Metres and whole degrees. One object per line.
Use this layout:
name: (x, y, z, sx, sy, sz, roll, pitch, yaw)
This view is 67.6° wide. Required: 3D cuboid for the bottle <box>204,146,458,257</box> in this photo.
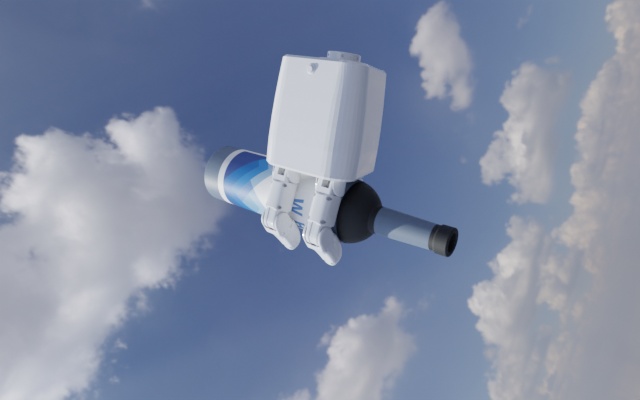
bottle: (0.000, 0.002, 0.505, 0.295, 0.069, 0.069, 17, 10, 34)
